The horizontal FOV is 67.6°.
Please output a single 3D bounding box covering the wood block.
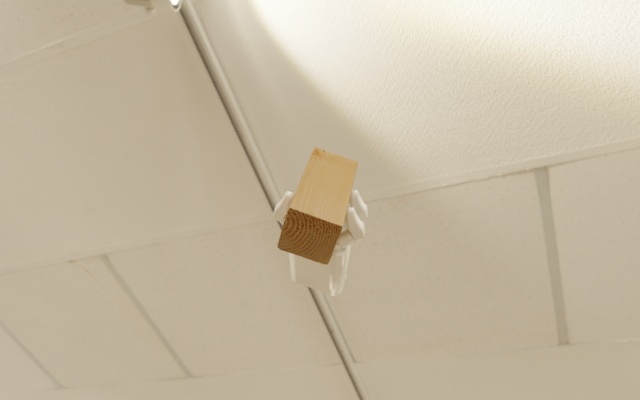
[{"bbox_3d":[0.000,0.003,0.839,0.091,0.090,0.206,19,35,-1],"label":"wood block"}]
